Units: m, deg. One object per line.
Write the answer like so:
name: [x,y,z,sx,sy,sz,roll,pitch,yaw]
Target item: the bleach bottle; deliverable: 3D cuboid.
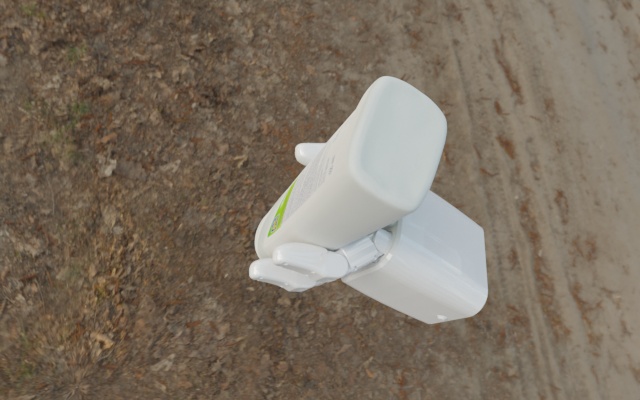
bleach bottle: [0.000,0.001,0.422,0.068,0.102,0.251,31,-30,-13]
